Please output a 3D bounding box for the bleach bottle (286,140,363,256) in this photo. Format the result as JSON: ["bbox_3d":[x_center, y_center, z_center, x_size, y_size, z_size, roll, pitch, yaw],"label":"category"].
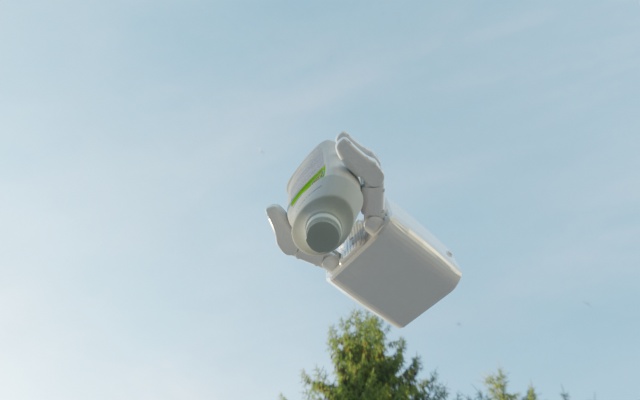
[{"bbox_3d":[0.000,0.002,0.518,0.068,0.102,0.250,36,14,-9],"label":"bleach bottle"}]
